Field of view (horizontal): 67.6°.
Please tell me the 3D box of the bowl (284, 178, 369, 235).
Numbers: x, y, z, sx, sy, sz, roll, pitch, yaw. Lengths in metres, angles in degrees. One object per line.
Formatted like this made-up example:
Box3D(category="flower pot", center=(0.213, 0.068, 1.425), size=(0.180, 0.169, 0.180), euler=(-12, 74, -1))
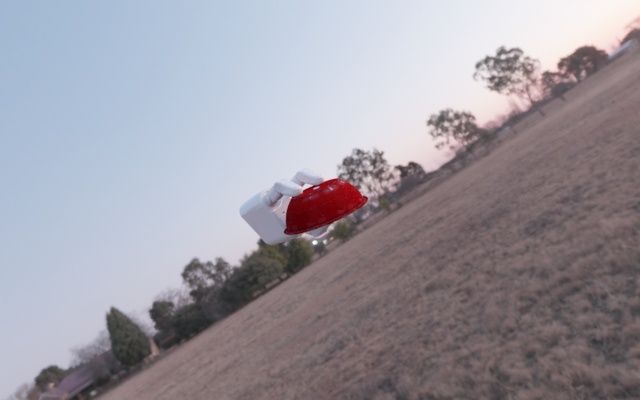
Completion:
Box3D(category="bowl", center=(0.001, 0.002, 0.843), size=(0.162, 0.055, 0.162), euler=(-22, 9, 4))
